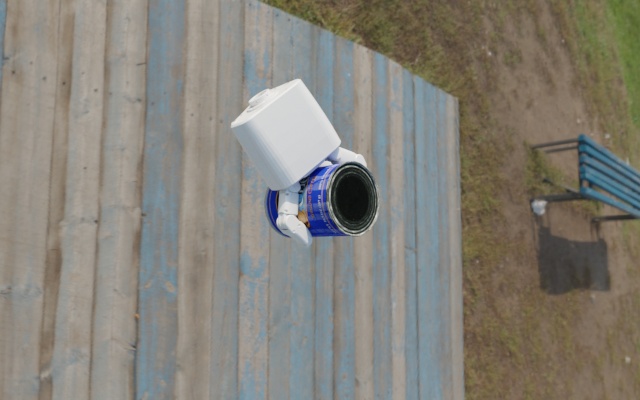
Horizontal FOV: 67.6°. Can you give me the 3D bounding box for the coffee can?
[{"bbox_3d":[0.000,0.002,0.692,0.103,0.103,0.140,0,-4,-42],"label":"coffee can"}]
